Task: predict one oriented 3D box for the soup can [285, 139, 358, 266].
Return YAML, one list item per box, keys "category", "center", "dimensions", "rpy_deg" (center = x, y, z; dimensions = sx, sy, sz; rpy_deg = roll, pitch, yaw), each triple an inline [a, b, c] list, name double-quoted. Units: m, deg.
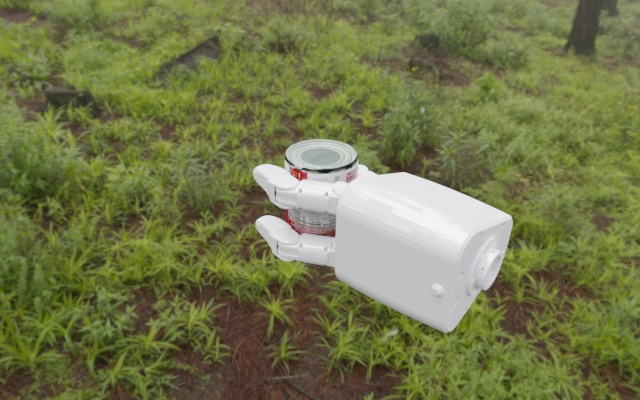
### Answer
- category: "soup can"
  center: [0.000, 0.001, 0.454]
  dimensions: [0.068, 0.102, 0.068]
  rpy_deg: [1, 30, 0]
